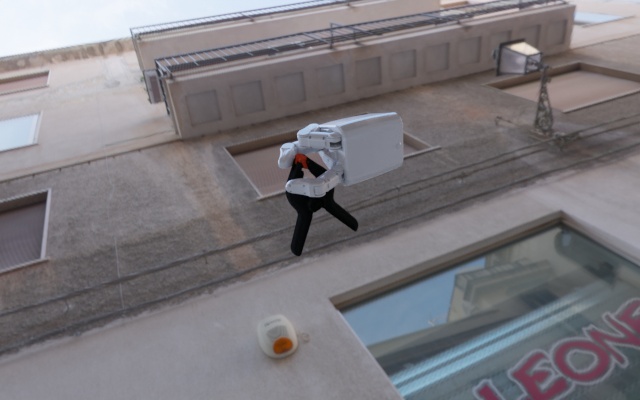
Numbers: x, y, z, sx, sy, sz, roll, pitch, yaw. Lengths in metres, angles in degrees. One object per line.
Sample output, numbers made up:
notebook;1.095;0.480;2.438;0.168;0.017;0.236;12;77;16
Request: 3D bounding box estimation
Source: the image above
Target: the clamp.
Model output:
clamp;0.000;0.002;0.767;0.120;0.172;0.039;-18;31;-20
